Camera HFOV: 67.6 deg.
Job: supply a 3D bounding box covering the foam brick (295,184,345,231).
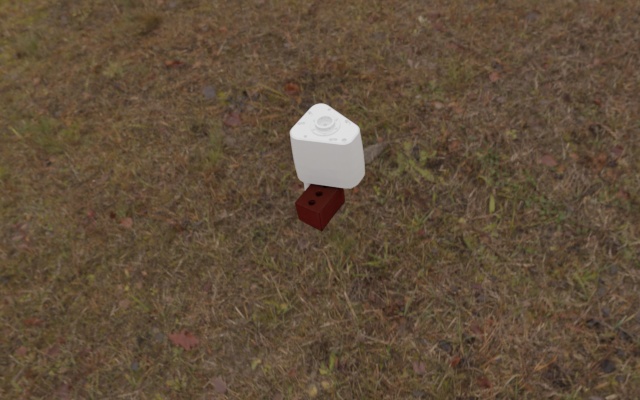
[{"bbox_3d":[0.000,0.003,0.837,0.053,0.078,0.051,24,-31,25],"label":"foam brick"}]
